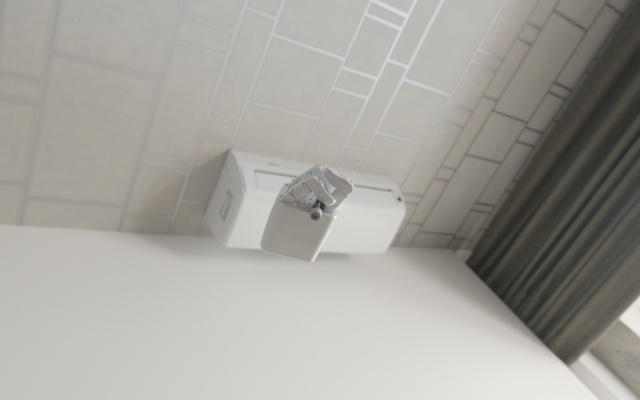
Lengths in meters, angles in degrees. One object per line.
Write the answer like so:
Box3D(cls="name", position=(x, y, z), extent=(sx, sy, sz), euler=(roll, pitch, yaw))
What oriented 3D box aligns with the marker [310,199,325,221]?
Box3D(cls="marker", position=(0.000, 0.003, 0.826), extent=(0.020, 0.020, 0.121), euler=(0, 22, 9))
